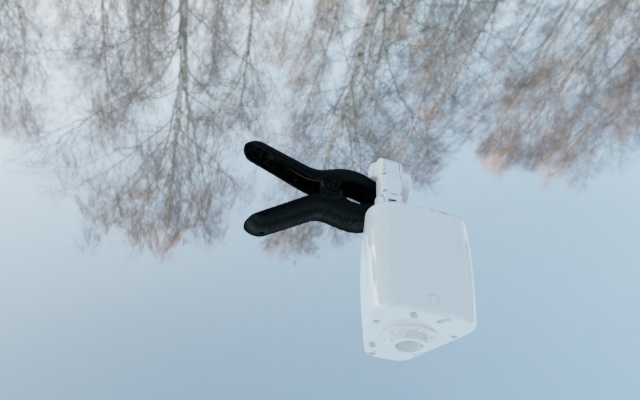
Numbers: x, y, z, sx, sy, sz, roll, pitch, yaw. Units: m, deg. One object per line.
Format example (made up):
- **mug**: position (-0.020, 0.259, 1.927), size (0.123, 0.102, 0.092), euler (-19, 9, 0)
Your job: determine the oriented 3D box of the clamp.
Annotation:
- **clamp**: position (0.000, 0.002, 0.474), size (0.171, 0.120, 0.039), euler (13, -41, -10)
